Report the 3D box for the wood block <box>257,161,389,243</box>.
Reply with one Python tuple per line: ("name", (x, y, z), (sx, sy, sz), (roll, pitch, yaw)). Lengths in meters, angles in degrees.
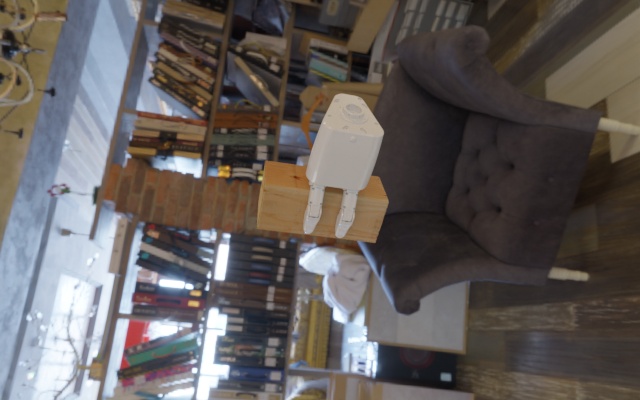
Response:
("wood block", (0.000, 0.002, 0.825), (0.206, 0.090, 0.090), (8, 30, -10))
